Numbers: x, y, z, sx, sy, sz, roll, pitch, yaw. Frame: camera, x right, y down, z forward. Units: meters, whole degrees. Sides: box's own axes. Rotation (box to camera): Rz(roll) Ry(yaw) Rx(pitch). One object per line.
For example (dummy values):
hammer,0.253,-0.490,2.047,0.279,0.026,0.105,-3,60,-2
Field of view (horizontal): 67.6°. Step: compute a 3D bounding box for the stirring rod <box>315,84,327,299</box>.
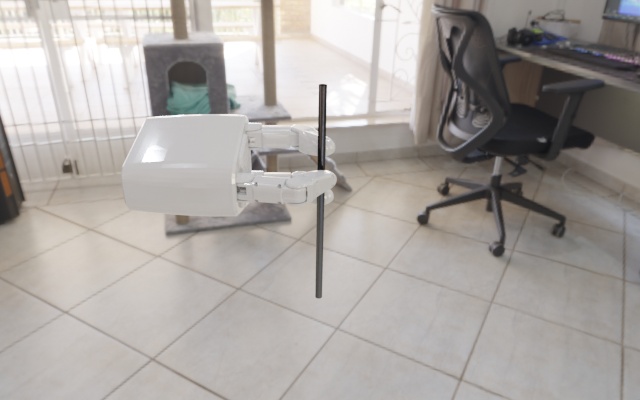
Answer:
stirring rod,0.000,0.002,0.492,0.011,0.240,0.011,1,26,0
